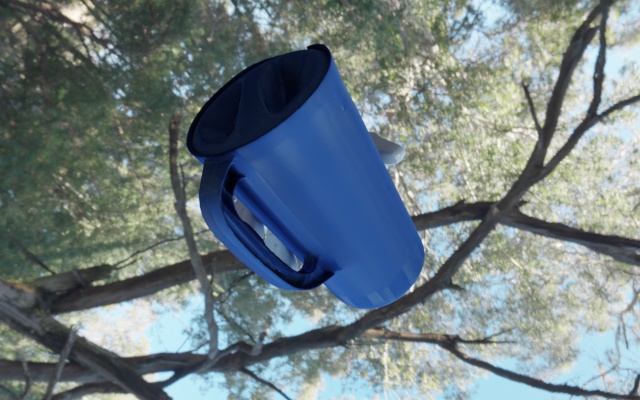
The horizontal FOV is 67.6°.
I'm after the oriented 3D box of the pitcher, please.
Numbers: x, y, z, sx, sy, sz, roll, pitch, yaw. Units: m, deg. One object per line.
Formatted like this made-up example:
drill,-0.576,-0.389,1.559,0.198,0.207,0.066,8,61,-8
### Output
pitcher,0.000,0.001,0.431,0.149,0.243,0.145,-36,35,1
